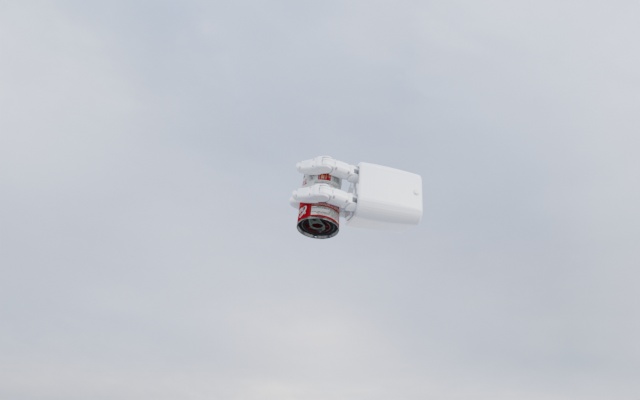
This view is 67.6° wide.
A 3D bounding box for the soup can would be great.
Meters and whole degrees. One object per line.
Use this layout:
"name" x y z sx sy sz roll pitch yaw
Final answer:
"soup can" 0.000 0.002 0.782 0.068 0.102 0.068 4 -32 3
